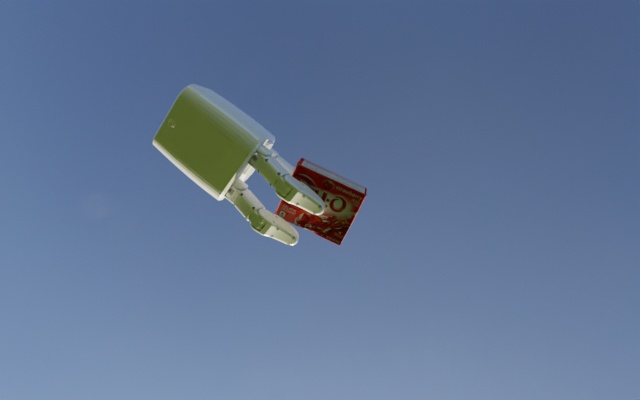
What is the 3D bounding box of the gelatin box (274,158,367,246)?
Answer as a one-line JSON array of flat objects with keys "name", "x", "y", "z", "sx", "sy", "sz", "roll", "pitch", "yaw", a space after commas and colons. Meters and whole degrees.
[{"name": "gelatin box", "x": 0.000, "y": 0.002, "z": 0.568, "sx": 0.089, "sy": 0.073, "sz": 0.030, "roll": 25, "pitch": 21, "yaw": -2}]
